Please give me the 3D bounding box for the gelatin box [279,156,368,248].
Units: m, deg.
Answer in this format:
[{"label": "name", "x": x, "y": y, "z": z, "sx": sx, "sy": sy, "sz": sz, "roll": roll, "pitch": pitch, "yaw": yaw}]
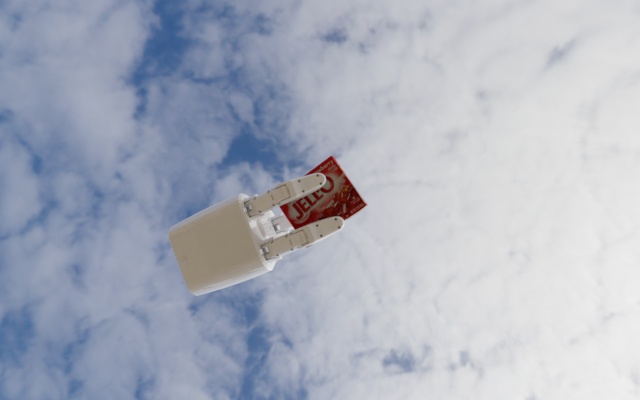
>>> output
[{"label": "gelatin box", "x": 0.000, "y": 0.002, "z": 0.573, "sx": 0.089, "sy": 0.073, "sz": 0.030, "roll": -35, "pitch": -6, "yaw": 6}]
